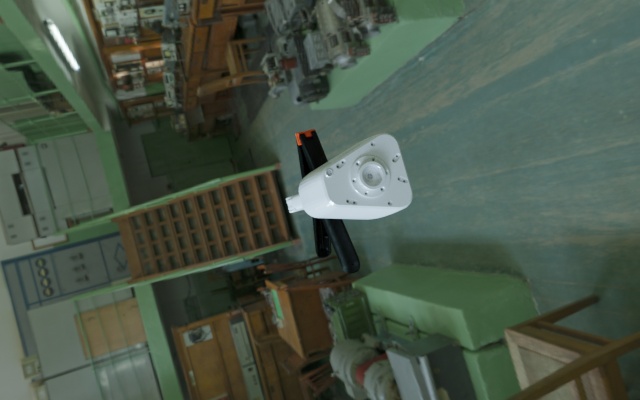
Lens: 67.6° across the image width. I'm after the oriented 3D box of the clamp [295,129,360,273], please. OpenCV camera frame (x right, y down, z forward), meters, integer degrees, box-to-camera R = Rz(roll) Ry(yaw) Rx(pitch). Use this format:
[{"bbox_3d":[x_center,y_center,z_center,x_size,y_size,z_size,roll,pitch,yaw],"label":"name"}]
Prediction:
[{"bbox_3d":[-0.001,0.002,0.708,0.036,0.210,0.164,-15,-2,-15],"label":"clamp"}]
